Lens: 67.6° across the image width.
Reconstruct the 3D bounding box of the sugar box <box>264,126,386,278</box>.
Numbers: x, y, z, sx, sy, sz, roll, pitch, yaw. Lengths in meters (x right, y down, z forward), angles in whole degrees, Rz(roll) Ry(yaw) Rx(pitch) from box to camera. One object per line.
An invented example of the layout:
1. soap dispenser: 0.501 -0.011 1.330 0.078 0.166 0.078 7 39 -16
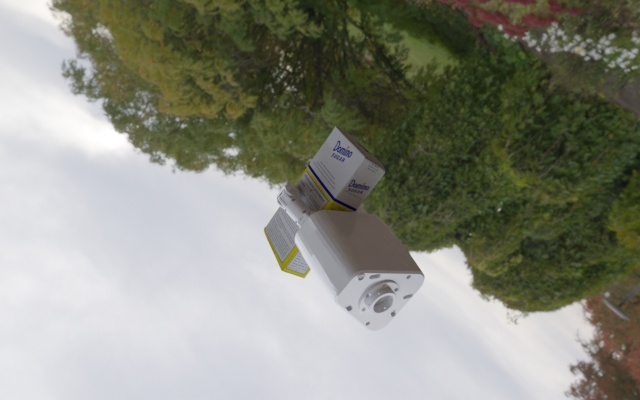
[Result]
1. sugar box: 0.000 0.002 0.609 0.048 0.176 0.093 28 18 -36
